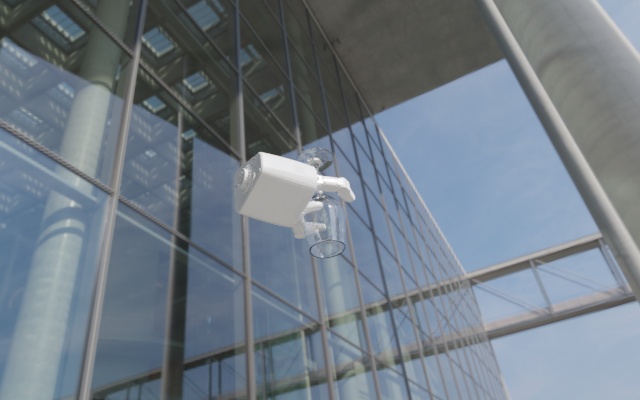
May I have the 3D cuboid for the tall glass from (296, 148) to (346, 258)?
[{"bbox_3d":[0.000,0.002,0.867,0.079,0.201,0.079,-6,-35,-4],"label":"tall glass"}]
